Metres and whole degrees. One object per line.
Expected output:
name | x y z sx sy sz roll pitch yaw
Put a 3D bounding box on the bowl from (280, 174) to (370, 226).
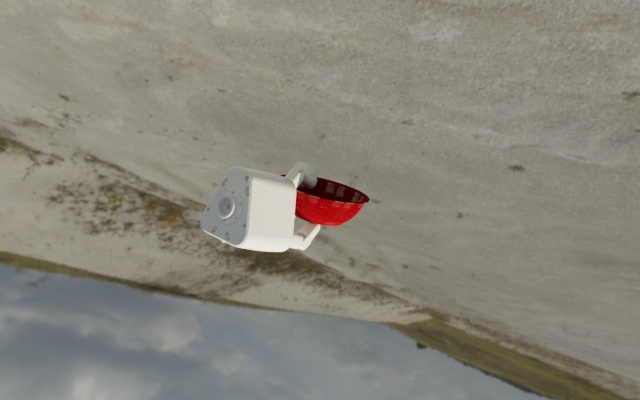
bowl | 0.001 0.003 0.824 0.162 0.055 0.162 13 14 -3
